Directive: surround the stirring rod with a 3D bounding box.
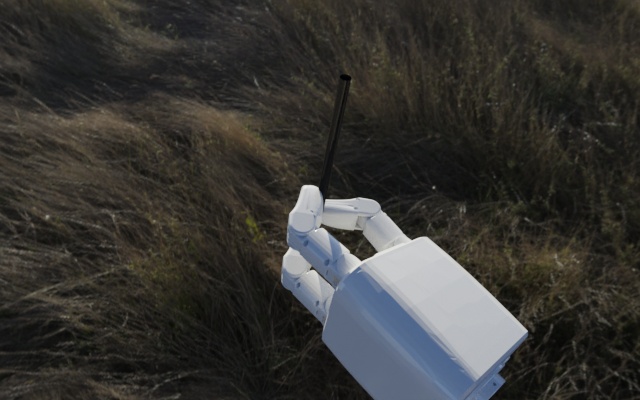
[{"bbox_3d":[0.000,0.001,0.404,0.011,0.011,0.240,0,-44,-11],"label":"stirring rod"}]
